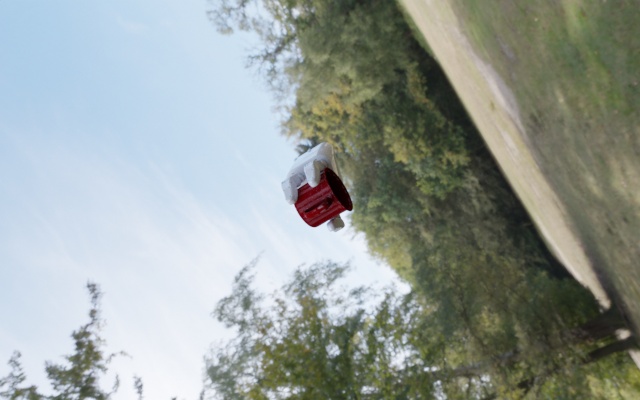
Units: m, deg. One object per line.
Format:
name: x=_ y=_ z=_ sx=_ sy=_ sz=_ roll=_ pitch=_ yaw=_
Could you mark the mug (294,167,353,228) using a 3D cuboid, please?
mug: x=0.000 y=0.004 z=0.877 sx=0.081 sy=0.093 sz=0.117 roll=-31 pitch=15 yaw=18
